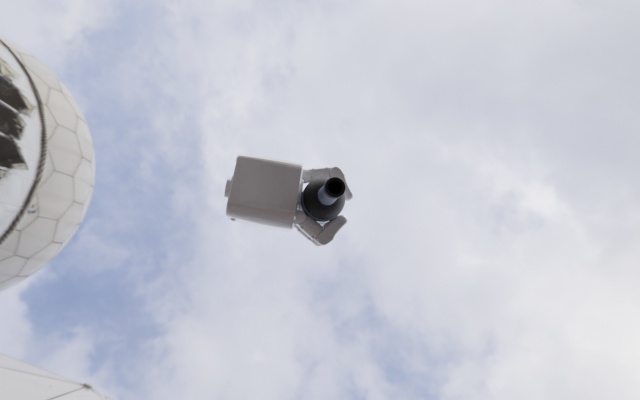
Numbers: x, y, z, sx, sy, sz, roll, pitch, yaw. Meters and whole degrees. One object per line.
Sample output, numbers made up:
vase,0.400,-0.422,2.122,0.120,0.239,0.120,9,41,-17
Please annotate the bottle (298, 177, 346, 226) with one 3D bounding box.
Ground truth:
bottle,0.000,0.003,0.763,0.069,0.069,0.296,0,-8,-8
